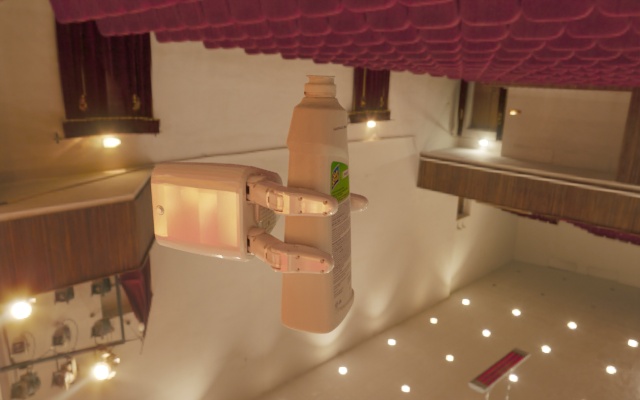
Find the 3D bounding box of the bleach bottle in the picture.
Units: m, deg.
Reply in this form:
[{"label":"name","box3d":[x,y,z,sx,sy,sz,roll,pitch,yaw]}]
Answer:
[{"label":"bleach bottle","box3d":[0.000,0.002,0.489,0.068,0.251,0.102,6,16,17]}]
